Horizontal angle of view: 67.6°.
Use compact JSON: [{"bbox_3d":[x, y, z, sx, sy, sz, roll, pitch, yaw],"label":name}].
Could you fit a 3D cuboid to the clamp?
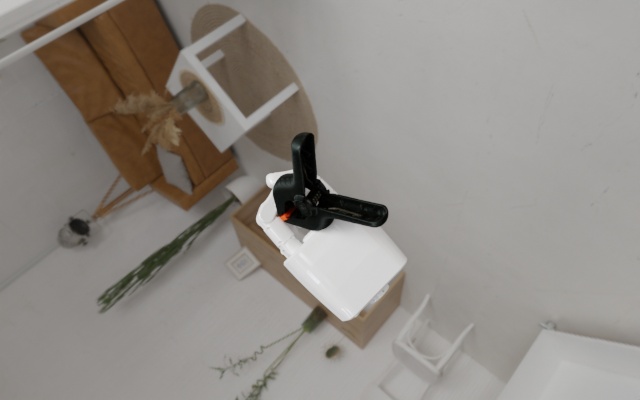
[{"bbox_3d":[0.000,0.002,0.520,0.039,0.120,0.171,-44,-1,-24],"label":"clamp"}]
